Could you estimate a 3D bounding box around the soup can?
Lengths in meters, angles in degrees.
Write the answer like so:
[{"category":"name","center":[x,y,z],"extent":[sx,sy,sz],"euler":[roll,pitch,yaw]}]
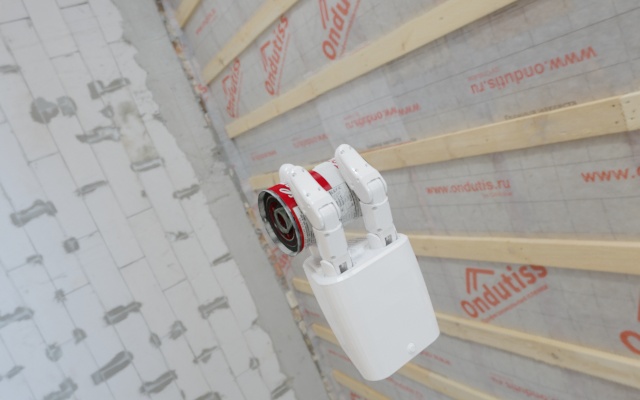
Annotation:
[{"category":"soup can","center":[0.000,0.001,0.465],"extent":[0.102,0.068,0.068],"euler":[-27,13,-27]}]
